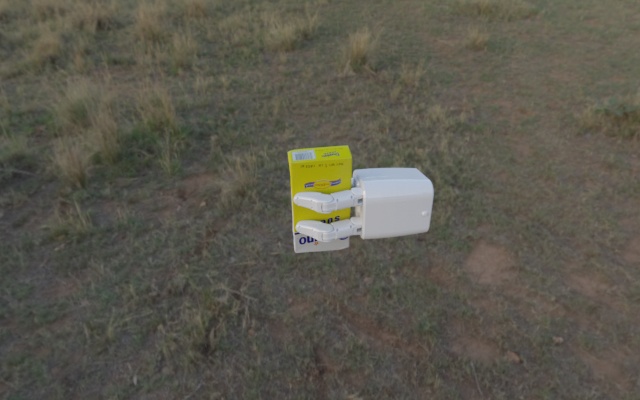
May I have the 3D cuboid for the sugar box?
[{"bbox_3d":[0.000,0.003,0.749,0.093,0.176,0.048,-5,34,-4],"label":"sugar box"}]
